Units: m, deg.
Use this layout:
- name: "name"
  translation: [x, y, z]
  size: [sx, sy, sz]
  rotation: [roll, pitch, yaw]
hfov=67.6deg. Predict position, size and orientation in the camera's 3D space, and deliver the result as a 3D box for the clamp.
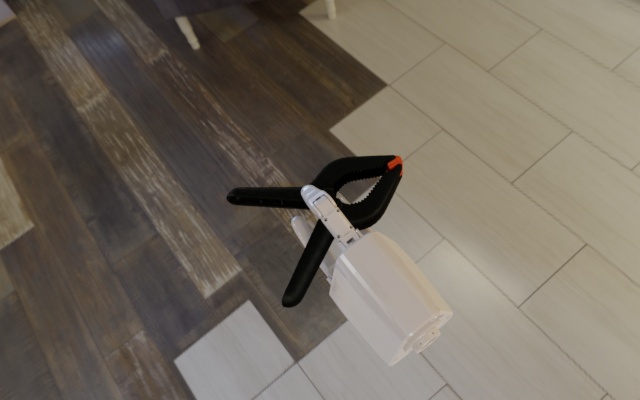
- name: "clamp"
  translation: [0.001, 0.001, 0.562]
  size: [0.210, 0.164, 0.036]
  rotation: [-36, -25, -8]
